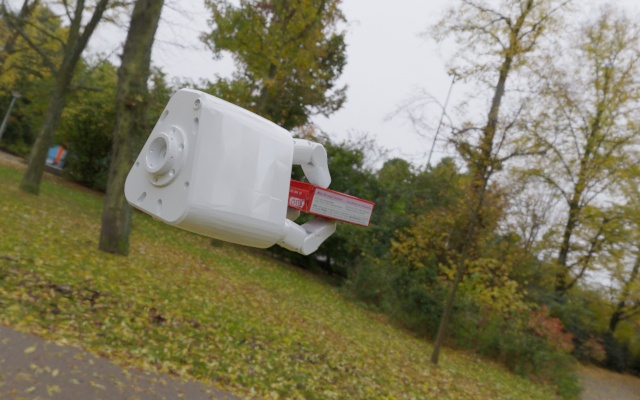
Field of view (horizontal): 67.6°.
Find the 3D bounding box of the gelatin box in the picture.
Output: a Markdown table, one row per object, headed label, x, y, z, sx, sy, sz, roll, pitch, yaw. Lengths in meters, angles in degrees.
| label | x | y | z | sx | sy | sz | roll | pitch | yaw |
| --- | --- | --- | --- | --- | --- | --- | --- | --- | --- |
| gelatin box | 0.000 | 0.001 | 0.505 | 0.089 | 0.030 | 0.073 | 14 | 1 | -39 |
